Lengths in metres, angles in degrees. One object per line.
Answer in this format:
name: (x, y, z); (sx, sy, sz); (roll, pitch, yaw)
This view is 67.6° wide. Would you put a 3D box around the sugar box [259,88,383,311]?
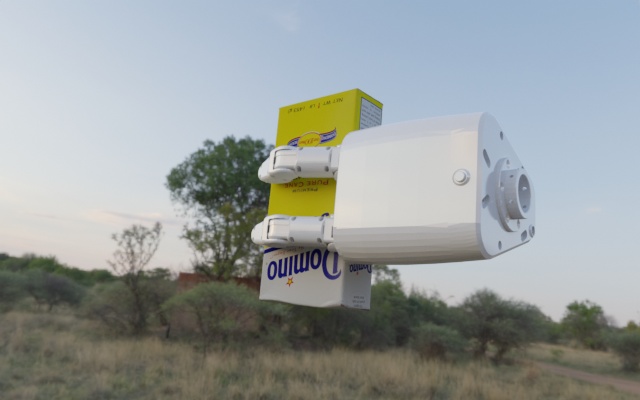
sugar box: (0.000, 0.001, 0.408); (0.093, 0.176, 0.048); (-5, -17, 40)
